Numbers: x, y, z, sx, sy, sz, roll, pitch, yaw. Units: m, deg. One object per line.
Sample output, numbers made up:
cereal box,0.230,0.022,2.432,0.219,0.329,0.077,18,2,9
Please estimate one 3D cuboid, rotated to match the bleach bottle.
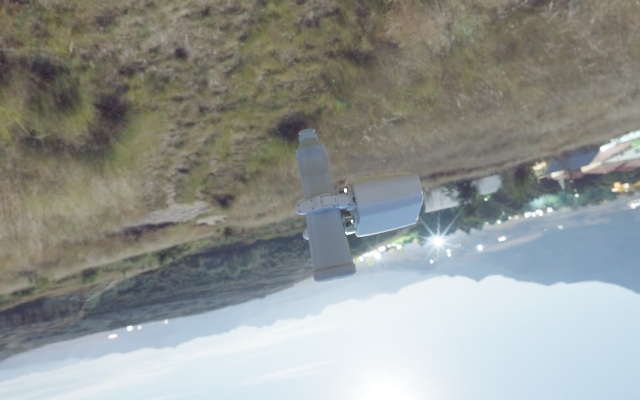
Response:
bleach bottle,0.000,0.003,0.775,0.068,0.250,0.102,-11,-11,-2
